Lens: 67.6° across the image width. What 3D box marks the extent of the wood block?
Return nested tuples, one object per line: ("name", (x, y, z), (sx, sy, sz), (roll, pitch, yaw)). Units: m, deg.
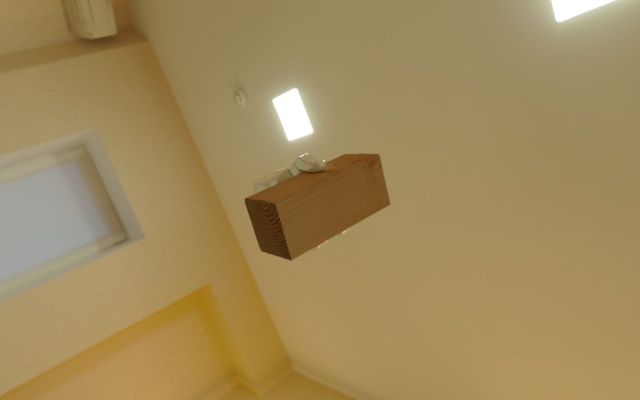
("wood block", (0.000, 0.002, 0.743), (0.206, 0.091, 0.090), (-27, 21, -33))
